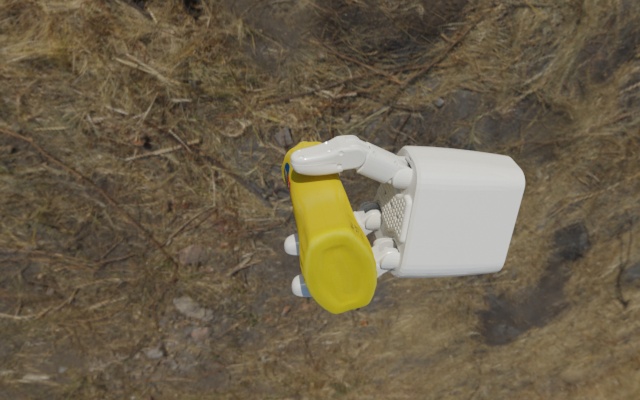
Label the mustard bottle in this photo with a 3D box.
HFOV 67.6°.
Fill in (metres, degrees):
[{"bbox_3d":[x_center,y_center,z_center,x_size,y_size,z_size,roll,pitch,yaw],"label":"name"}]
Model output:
[{"bbox_3d":[0.000,0.002,0.439,0.058,0.096,0.191,-17,39,1],"label":"mustard bottle"}]
